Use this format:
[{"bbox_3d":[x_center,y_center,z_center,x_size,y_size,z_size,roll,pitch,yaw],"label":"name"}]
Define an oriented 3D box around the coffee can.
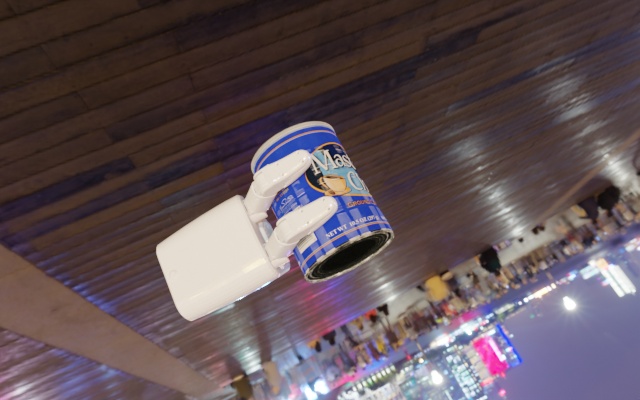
[{"bbox_3d":[0.000,0.001,0.511,0.103,0.140,0.103,-24,-22,-10],"label":"coffee can"}]
